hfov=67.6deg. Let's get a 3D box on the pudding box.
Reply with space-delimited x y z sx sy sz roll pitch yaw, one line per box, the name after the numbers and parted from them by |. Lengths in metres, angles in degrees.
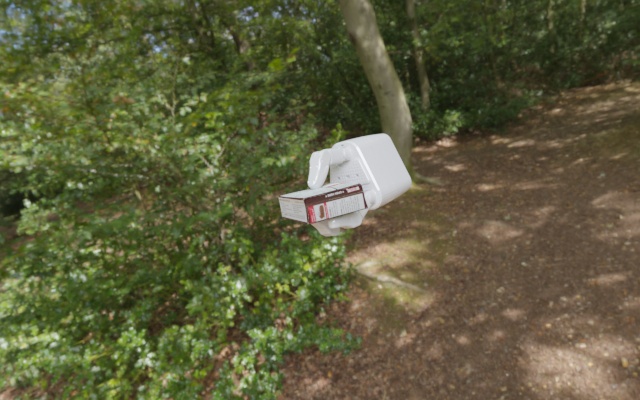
0.000 0.002 0.671 0.090 0.039 0.113 -16 6 -20 | pudding box
